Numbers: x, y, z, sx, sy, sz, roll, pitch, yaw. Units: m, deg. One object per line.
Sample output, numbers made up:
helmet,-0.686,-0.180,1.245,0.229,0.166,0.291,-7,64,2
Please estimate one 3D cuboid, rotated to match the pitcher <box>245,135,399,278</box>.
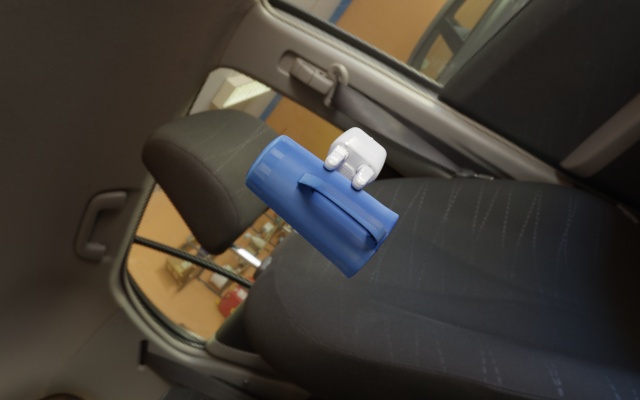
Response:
pitcher,0.000,0.003,0.783,0.243,0.149,0.145,38,33,0
